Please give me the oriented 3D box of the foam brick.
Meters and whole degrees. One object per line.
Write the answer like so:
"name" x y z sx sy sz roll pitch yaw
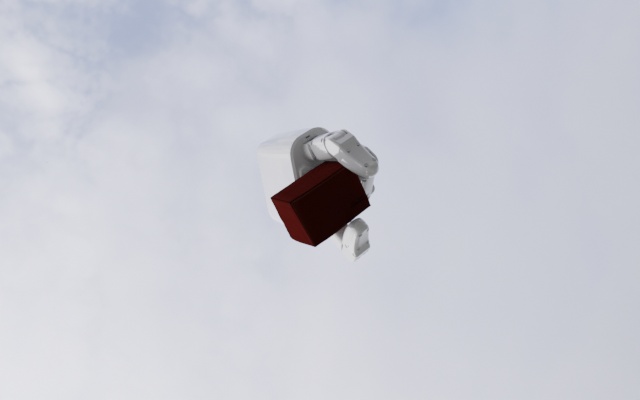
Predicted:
"foam brick" 0.000 0.002 0.477 0.078 0.053 0.051 -35 21 -23
